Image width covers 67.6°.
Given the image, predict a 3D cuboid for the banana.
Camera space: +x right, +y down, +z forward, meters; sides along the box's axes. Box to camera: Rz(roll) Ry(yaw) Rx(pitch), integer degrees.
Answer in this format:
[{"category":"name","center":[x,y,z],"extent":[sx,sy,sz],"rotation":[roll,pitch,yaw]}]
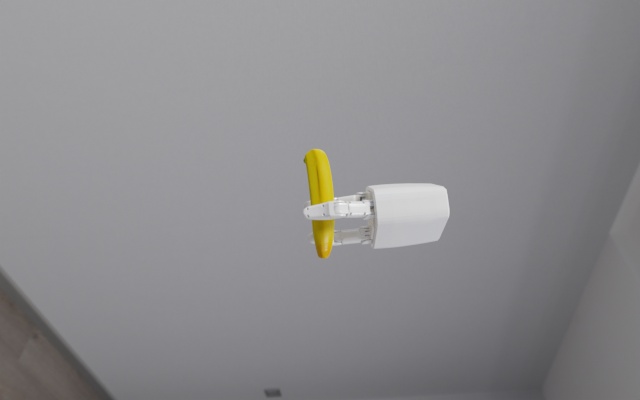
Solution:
[{"category":"banana","center":[0.000,-0.011,0.723],"extent":[0.037,0.197,0.070],"rotation":[-4,-36,-4]}]
